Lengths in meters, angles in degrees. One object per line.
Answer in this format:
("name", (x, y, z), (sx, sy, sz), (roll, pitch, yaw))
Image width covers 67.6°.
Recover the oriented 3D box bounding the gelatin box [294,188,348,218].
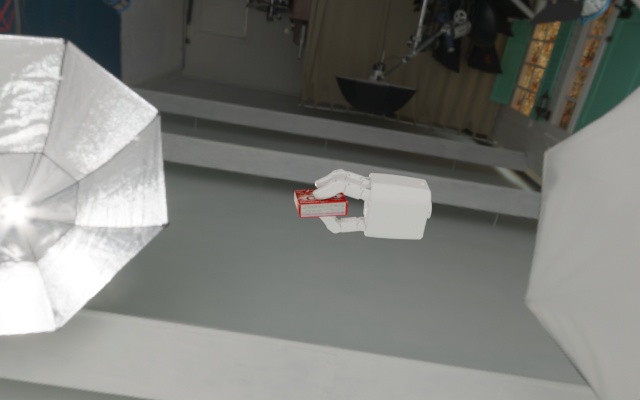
("gelatin box", (0.000, 0.003, 0.871), (0.089, 0.030, 0.073), (-4, 22, -9))
